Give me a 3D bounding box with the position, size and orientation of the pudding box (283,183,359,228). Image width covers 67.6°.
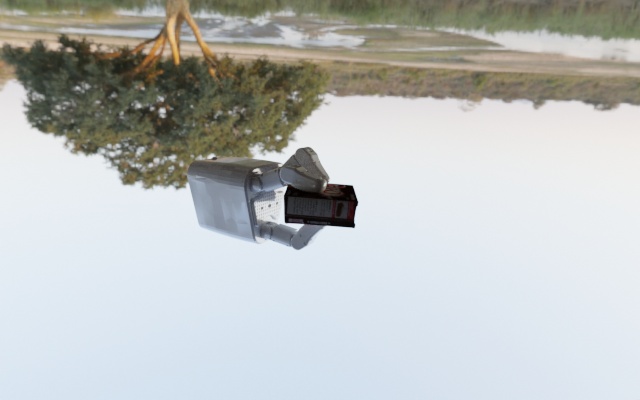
[{"bbox_3d":[0.000,0.002,0.616,0.090,0.039,0.113,4,14,-1],"label":"pudding box"}]
